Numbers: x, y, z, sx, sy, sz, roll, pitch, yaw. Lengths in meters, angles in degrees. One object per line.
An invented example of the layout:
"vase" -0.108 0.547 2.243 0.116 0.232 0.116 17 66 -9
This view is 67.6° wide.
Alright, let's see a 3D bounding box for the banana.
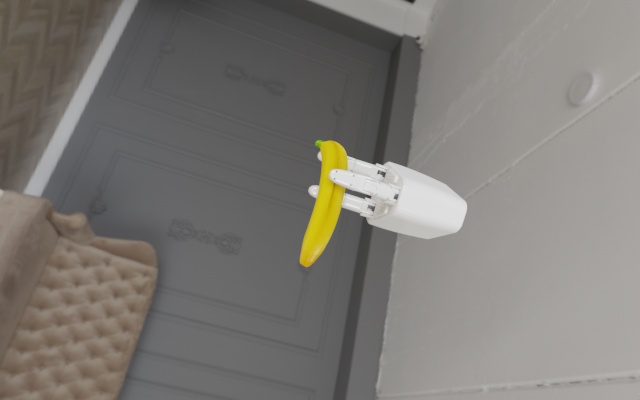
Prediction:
"banana" 0.008 -0.007 0.662 0.037 0.197 0.070 17 -25 -19
